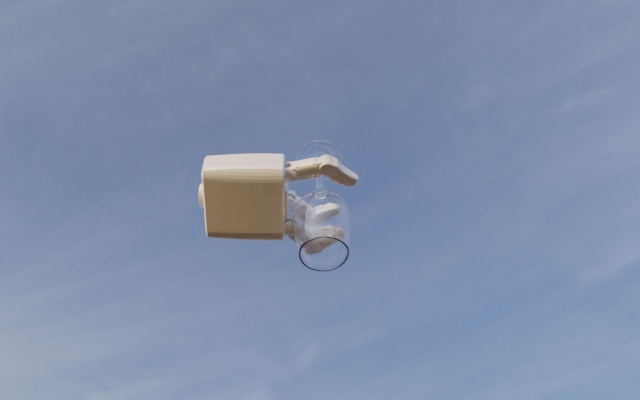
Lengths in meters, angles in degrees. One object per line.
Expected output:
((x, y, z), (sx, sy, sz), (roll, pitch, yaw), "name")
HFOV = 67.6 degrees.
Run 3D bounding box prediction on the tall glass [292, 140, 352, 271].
((0.000, 0.002, 0.656), (0.079, 0.079, 0.200), (0, 40, -3), "tall glass")
